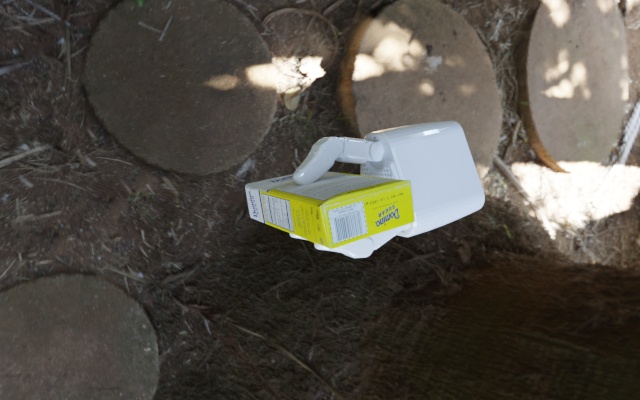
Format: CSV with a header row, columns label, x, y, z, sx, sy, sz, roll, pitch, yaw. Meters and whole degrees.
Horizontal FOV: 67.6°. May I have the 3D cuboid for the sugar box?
label,x,y,z,sx,sy,sz,roll,pitch,yaw
sugar box,0.000,0.002,0.475,0.093,0.048,0.176,-14,11,-27
